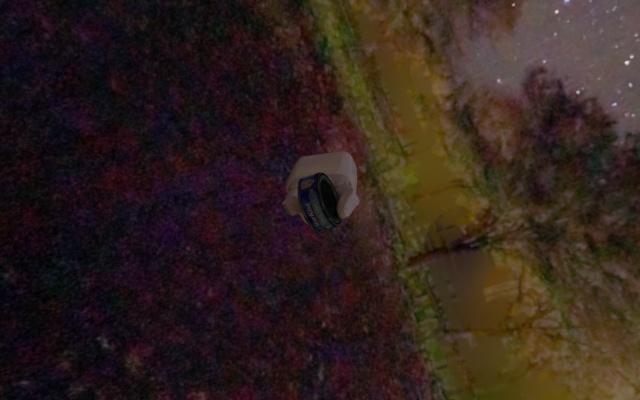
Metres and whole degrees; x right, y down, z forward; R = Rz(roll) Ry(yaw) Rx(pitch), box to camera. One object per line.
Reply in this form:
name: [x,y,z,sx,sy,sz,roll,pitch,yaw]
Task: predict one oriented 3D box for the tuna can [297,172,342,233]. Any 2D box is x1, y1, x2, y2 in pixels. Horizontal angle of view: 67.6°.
tuna can: [0.001,0.002,0.706,0.034,0.086,0.086,-19,-6,19]
